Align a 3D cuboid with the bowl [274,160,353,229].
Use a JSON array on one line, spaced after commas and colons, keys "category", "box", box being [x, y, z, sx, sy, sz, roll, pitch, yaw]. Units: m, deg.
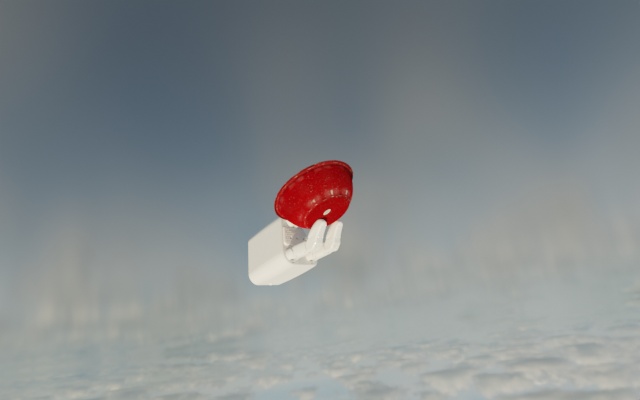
[{"category": "bowl", "box": [0.001, 0.002, 0.863, 0.162, 0.055, 0.162, -23, -32, -15]}]
